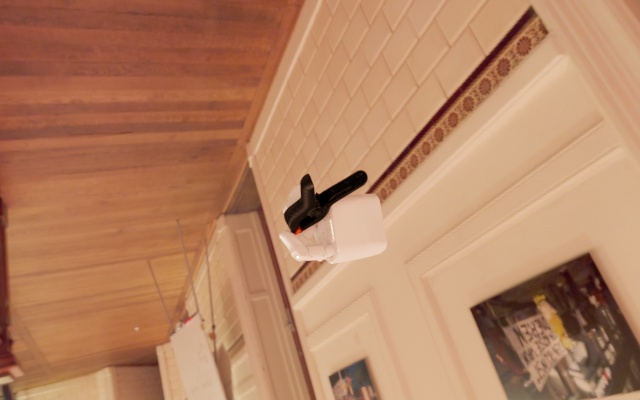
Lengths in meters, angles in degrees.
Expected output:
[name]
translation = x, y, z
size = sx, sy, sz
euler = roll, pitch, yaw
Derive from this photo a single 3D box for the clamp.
[clamp]
translation = 0.000, 0.003, 0.769
size = 0.120, 0.039, 0.171
euler = -5, -26, -26
